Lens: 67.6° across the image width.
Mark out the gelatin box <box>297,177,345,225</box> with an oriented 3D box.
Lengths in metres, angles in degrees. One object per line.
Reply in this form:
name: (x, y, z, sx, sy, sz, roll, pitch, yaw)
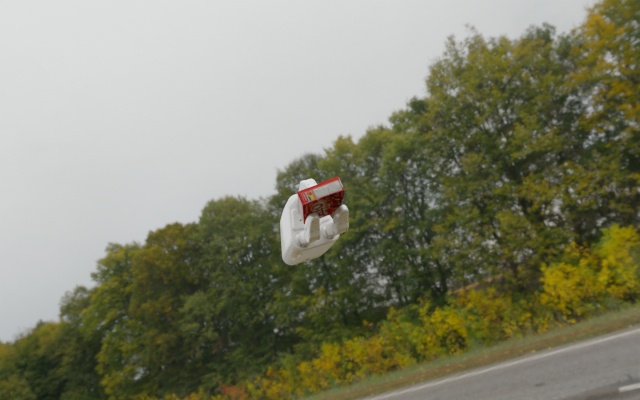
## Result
gelatin box: (0.000, 0.002, 0.800, 0.073, 0.030, 0.089, -20, -22, -10)
